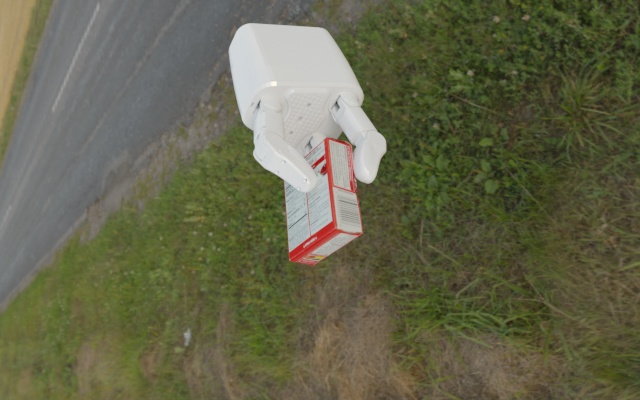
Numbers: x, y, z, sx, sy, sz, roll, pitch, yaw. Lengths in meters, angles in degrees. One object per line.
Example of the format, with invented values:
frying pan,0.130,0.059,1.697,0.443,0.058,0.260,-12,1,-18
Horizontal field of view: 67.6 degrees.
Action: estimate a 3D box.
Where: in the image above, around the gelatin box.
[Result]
gelatin box,0.000,0.002,0.412,0.030,0.089,0.073,13,-33,-31
